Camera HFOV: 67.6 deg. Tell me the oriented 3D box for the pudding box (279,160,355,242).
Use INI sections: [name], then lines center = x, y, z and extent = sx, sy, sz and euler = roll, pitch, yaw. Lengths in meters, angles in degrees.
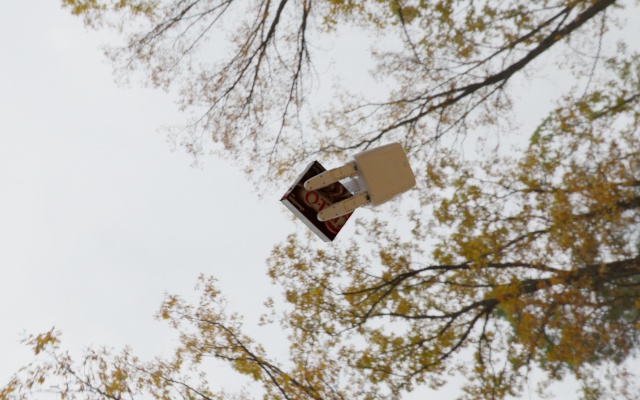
[pudding box]
center = 0.000, 0.003, 0.813
extent = 0.113, 0.090, 0.039
euler = 42, -23, -12
